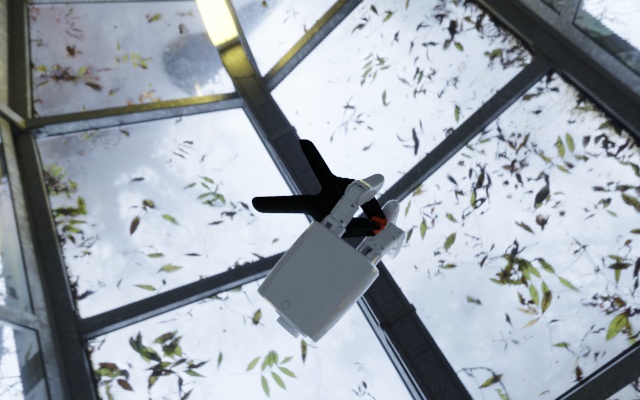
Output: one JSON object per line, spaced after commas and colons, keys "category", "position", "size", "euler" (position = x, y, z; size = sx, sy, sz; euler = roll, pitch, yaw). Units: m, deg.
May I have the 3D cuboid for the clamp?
{"category": "clamp", "position": [0.000, 0.002, 0.598], "size": [0.171, 0.120, 0.039], "euler": [36, -13, 26]}
